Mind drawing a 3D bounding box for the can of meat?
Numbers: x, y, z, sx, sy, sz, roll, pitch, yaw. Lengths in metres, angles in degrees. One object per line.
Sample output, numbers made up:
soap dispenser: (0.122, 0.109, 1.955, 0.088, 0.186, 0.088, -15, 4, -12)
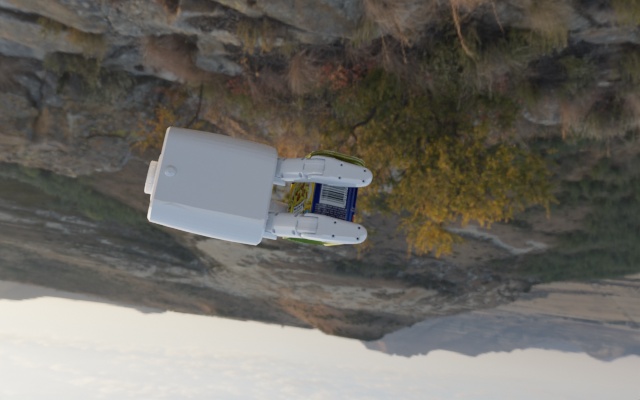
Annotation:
can of meat: (0.000, 0.002, 0.505, 0.057, 0.084, 0.102, 13, -12, -19)
